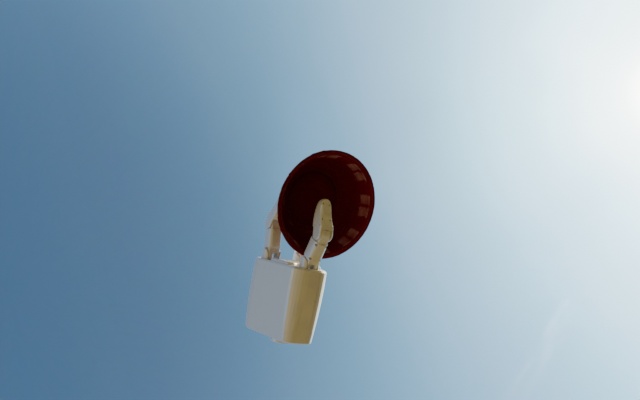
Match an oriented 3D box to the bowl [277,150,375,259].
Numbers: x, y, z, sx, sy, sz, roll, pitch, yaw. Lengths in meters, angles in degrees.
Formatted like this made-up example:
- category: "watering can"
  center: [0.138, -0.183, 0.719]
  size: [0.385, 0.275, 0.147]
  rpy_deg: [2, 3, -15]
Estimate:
- category: "bowl"
  center: [0.001, 0.001, 0.711]
  size: [0.162, 0.162, 0.055]
  rpy_deg: [0, 12, -29]
